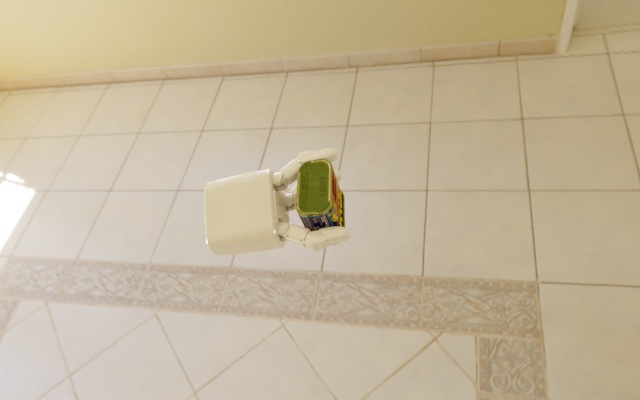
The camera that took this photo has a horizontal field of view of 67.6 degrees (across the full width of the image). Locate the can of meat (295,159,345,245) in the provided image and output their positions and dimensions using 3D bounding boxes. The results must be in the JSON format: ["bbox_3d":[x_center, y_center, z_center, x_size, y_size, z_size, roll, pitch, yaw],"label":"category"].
[{"bbox_3d":[0.000,0.002,0.698,0.057,0.102,0.084,-7,-35,11],"label":"can of meat"}]
